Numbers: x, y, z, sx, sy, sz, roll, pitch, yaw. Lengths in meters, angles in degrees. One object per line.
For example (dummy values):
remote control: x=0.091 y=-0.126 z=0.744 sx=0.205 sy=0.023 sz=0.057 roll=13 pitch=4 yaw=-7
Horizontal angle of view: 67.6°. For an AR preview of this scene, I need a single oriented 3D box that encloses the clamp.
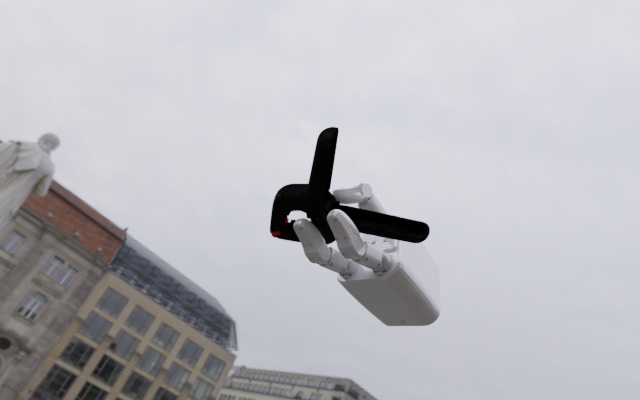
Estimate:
clamp: x=0.000 y=0.002 z=0.556 sx=0.210 sy=0.165 sz=0.036 roll=-14 pitch=34 yaw=44
